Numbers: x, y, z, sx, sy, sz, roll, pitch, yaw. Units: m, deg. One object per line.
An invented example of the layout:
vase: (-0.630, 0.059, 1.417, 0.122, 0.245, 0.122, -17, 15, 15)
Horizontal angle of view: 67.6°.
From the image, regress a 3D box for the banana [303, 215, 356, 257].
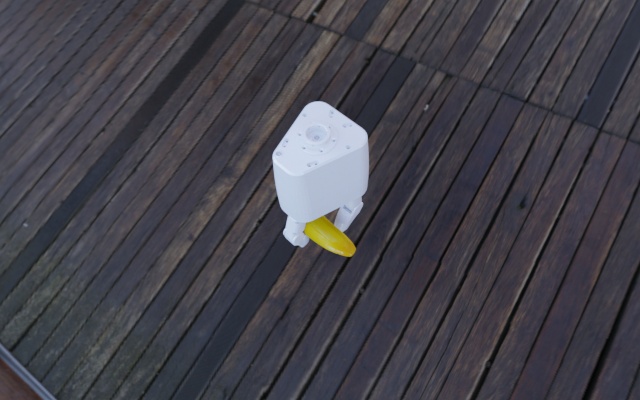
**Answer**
banana: (-0.018, 0.004, 0.687, 0.069, 0.197, 0.037, -15, -35, -18)
